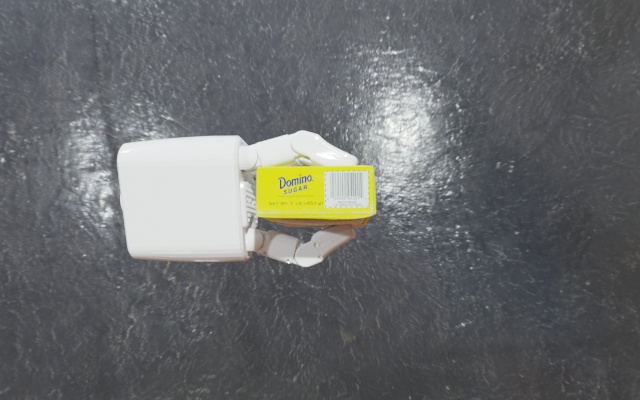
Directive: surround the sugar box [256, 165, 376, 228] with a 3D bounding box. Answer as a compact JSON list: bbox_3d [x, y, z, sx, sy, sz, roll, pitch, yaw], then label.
[{"bbox_3d":[0.000,0.001,0.449,0.093,0.048,0.176,0,-3,2],"label":"sugar box"}]
